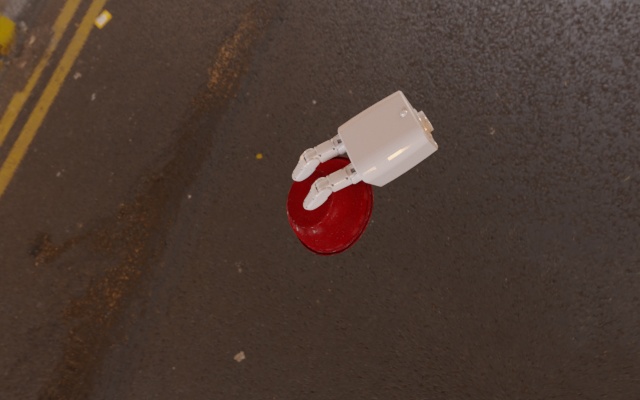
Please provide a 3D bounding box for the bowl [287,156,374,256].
[{"bbox_3d":[-0.001,0.003,0.741,0.162,0.162,0.055,0,-12,39],"label":"bowl"}]
